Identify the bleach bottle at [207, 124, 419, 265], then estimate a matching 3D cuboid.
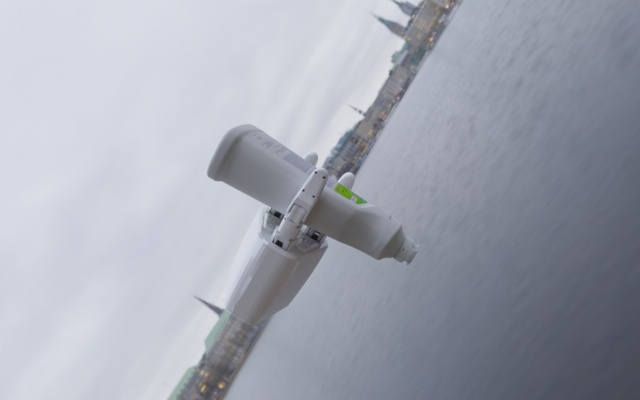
[{"bbox_3d":[0.000,0.002,0.557,0.251,0.068,0.102,31,18,2],"label":"bleach bottle"}]
